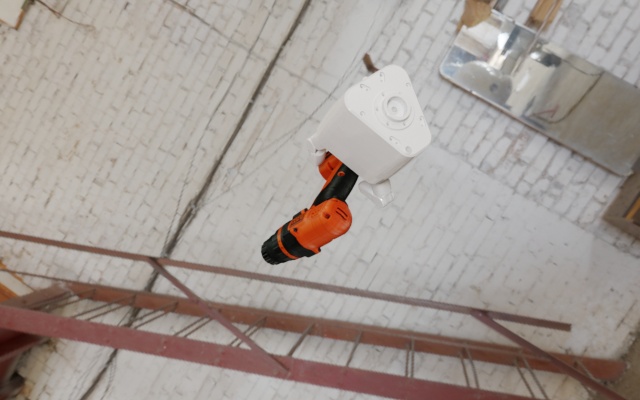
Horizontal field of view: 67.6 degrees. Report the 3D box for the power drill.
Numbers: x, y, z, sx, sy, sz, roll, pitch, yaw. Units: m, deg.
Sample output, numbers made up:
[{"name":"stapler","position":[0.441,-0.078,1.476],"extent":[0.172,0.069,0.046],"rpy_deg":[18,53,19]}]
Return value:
[{"name":"power drill","position":[0.000,0.002,0.679],"extent":[0.057,0.187,0.184],"rpy_deg":[41,-39,-17]}]
